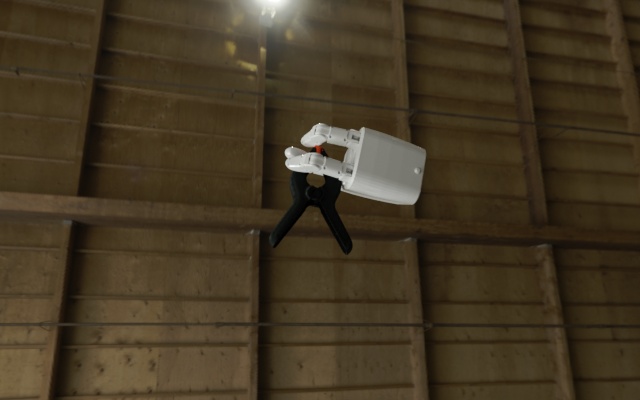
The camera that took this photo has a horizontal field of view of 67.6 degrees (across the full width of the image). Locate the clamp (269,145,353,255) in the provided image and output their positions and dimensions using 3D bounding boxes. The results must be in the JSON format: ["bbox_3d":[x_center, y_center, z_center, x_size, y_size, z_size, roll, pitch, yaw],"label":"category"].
[{"bbox_3d":[0.000,0.002,0.715,0.120,0.171,0.039,16,-19,-7],"label":"clamp"}]
